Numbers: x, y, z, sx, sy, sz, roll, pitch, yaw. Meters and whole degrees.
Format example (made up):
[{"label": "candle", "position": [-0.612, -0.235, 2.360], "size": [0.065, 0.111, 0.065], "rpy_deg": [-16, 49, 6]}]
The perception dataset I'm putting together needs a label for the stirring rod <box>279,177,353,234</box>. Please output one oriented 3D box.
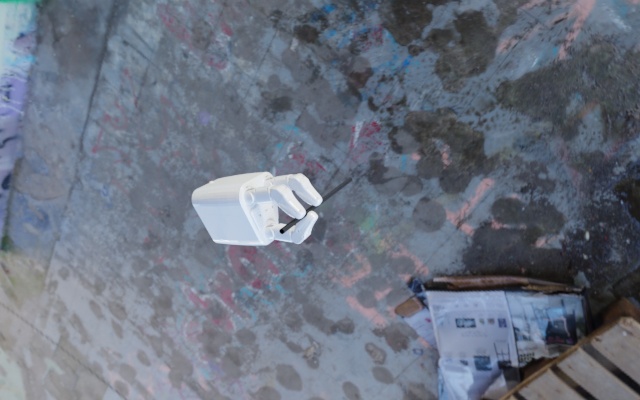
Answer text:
[{"label": "stirring rod", "position": [0.000, 0.003, 0.762], "size": [0.011, 0.011, 0.239], "rpy_deg": [0, 20, 29]}]
